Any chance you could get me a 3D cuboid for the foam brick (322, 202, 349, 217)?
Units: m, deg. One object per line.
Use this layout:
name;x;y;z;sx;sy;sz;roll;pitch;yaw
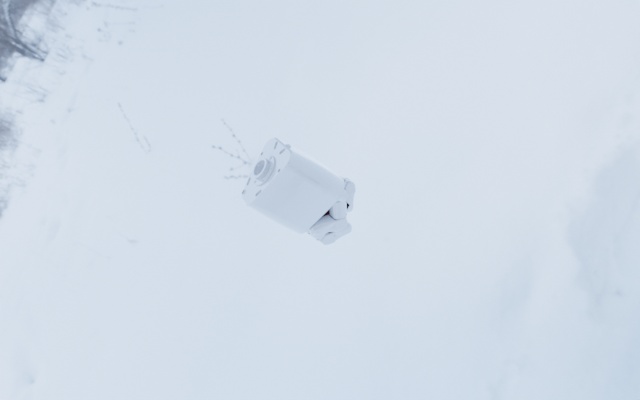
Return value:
foam brick;0.000;0.003;0.786;0.051;0.053;0.078;29;8;-35
